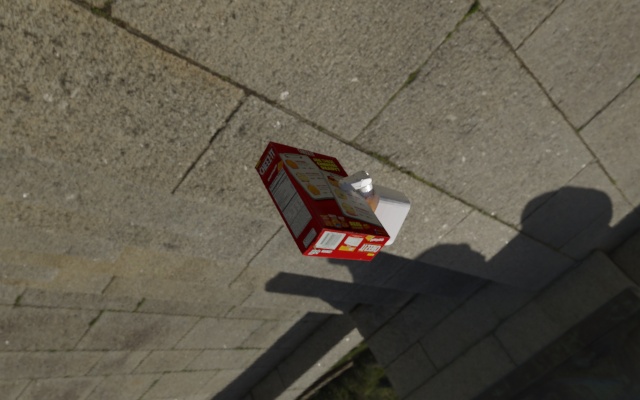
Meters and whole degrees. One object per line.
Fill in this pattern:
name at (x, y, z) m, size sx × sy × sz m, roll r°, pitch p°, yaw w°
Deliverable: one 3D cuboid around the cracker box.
cracker box at (0.000, 0.003, 0.827) m, size 0.164 × 0.072 × 0.213 m, roll 10°, pitch 37°, yaw -43°
